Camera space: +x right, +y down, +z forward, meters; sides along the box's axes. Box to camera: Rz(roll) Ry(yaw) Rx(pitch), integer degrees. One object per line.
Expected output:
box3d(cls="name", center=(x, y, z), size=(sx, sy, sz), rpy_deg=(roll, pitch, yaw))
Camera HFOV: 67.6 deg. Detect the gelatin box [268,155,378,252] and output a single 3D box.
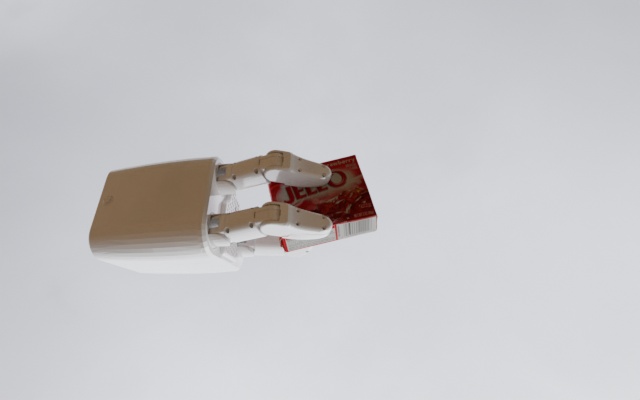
box3d(cls="gelatin box", center=(0.000, 0.002, 0.440), size=(0.089, 0.073, 0.030), rpy_deg=(-13, -36, -4))
